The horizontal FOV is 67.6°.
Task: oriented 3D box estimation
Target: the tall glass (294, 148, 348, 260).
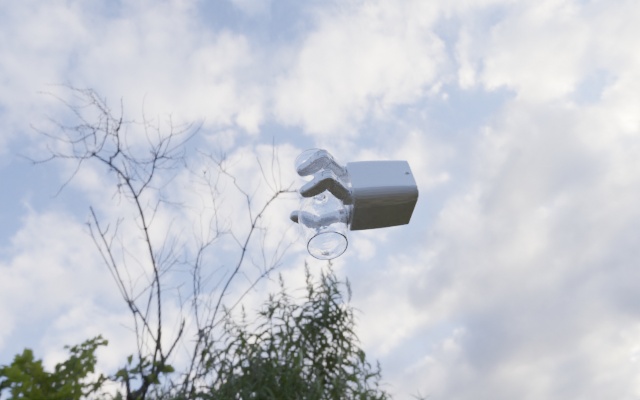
[{"bbox_3d":[0.000,0.002,0.781,0.079,0.079,0.200,0,41,-8],"label":"tall glass"}]
